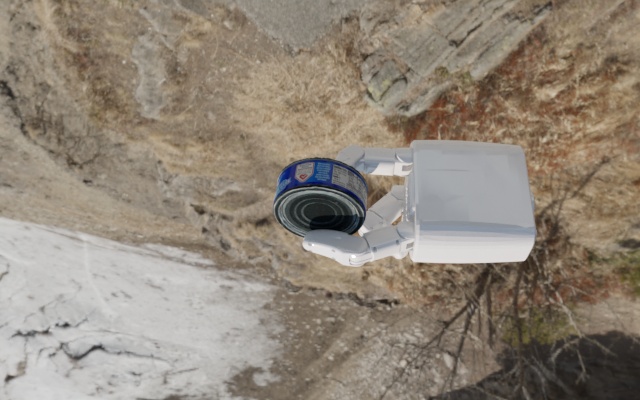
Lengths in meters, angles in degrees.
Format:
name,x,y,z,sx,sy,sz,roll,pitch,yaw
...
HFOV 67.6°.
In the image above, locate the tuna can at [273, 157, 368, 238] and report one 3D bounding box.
name,x,y,z,sx,sy,sz,roll,pitch,yaw
tuna can,0.000,0.002,0.438,0.086,0.033,0.086,5,-38,4
